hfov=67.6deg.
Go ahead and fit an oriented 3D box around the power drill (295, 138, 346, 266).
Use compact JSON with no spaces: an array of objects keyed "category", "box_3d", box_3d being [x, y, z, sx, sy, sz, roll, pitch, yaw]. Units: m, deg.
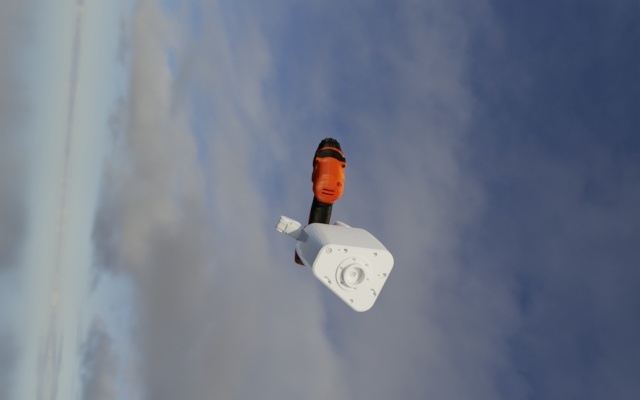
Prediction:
[{"category":"power drill","box_3d":[0.000,0.003,0.799,0.057,0.188,0.184,9,28,-1]}]
